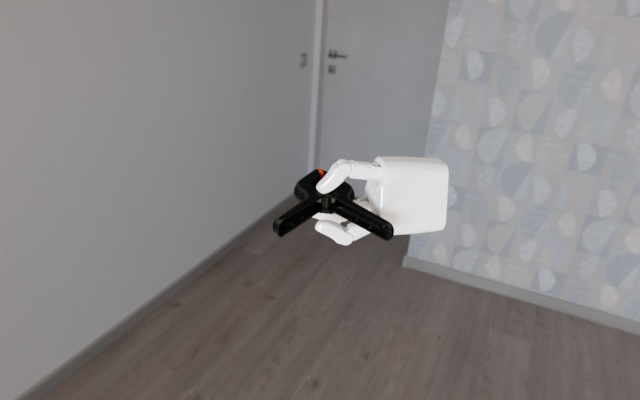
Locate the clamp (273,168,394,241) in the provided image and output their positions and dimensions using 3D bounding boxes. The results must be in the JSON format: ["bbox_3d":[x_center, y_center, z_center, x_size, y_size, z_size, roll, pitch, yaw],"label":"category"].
[{"bbox_3d":[0.000,0.001,0.715,0.164,0.036,0.210,0,26,-15],"label":"clamp"}]
